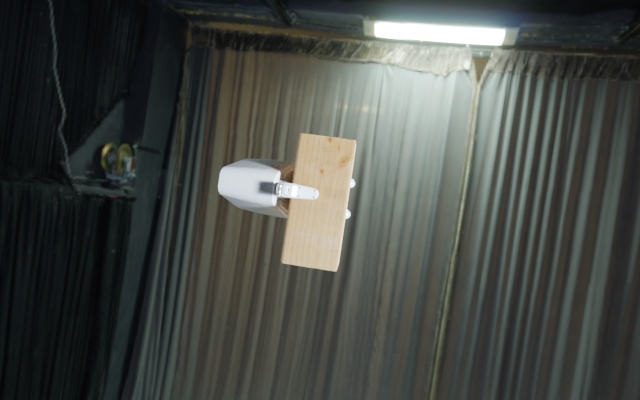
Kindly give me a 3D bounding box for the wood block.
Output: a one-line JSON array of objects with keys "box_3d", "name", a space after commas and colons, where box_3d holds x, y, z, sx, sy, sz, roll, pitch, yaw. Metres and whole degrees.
[{"box_3d": [0.000, 0.002, 0.780, 0.090, 0.206, 0.091, 8, 1, 5], "name": "wood block"}]
